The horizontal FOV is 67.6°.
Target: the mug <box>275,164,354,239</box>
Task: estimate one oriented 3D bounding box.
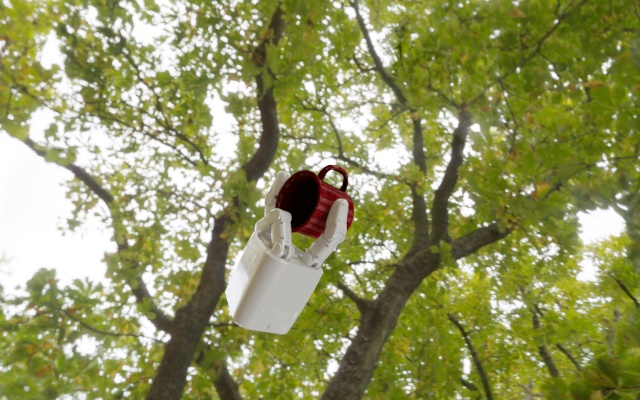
[{"bbox_3d":[0.001,0.001,0.691,0.081,0.117,0.093,24,8,-41],"label":"mug"}]
